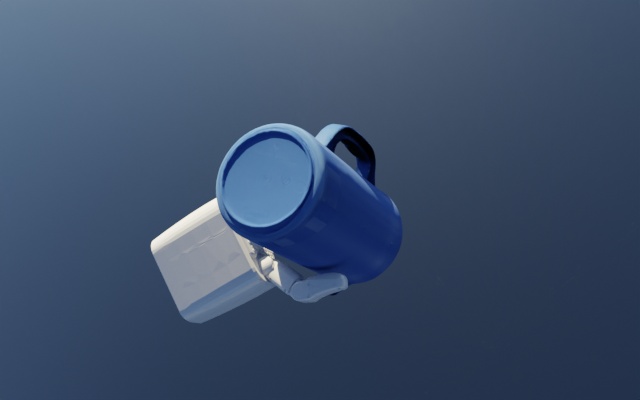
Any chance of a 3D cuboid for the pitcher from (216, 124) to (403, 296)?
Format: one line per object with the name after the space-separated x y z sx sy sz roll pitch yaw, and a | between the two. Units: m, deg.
0.000 0.002 0.514 0.145 0.149 0.243 -31 -24 11 | pitcher
